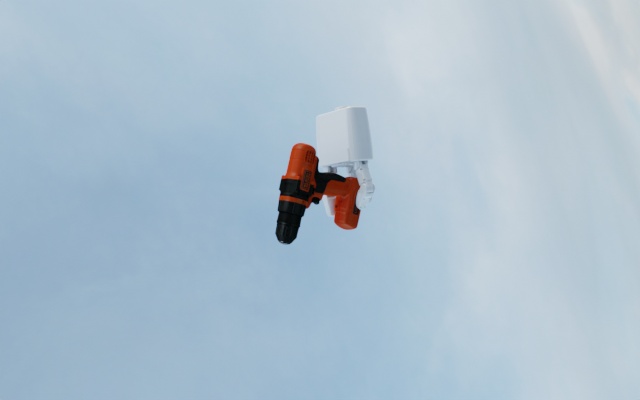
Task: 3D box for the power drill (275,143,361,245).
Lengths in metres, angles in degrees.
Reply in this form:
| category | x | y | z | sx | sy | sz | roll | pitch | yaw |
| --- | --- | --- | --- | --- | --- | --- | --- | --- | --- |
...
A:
| category | x | y | z | sx | sy | sz | roll | pitch | yaw |
| --- | --- | --- | --- | --- | --- | --- | --- | --- | --- |
| power drill | 0.000 | 0.003 | 0.900 | 0.057 | 0.184 | 0.188 | 7 | -8 | 43 |
